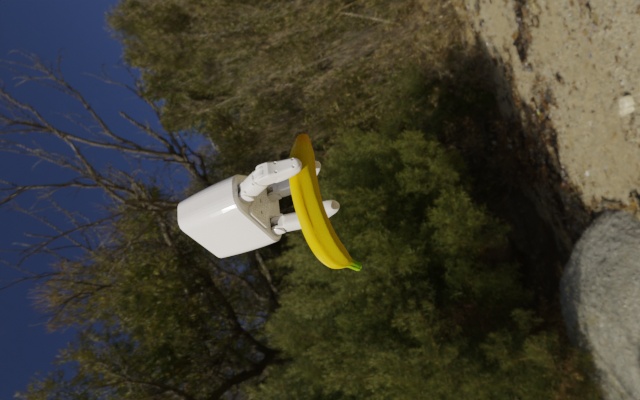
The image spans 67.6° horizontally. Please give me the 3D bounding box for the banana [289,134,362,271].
[{"bbox_3d":[-0.007,0.007,0.615,0.037,0.198,0.069,-22,-4,26],"label":"banana"}]
